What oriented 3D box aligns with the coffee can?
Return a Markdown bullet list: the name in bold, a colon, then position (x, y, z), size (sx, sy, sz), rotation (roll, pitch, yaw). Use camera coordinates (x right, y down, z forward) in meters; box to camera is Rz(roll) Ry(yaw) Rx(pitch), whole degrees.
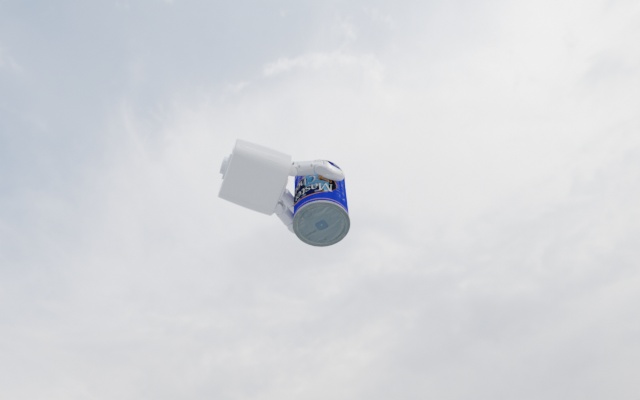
- **coffee can**: position (0.000, 0.003, 0.897), size (0.103, 0.103, 0.140), rotation (0, 36, -2)
